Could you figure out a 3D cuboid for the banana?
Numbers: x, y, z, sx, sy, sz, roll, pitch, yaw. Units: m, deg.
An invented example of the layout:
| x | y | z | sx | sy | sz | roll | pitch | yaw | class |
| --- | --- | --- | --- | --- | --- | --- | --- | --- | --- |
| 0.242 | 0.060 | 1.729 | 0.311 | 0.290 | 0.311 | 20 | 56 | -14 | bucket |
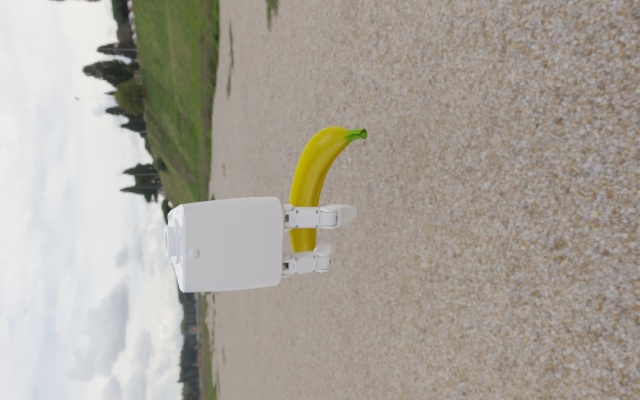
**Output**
| x | y | z | sx | sy | sz | roll | pitch | yaw | class |
| --- | --- | --- | --- | --- | --- | --- | --- | --- | --- |
| -0.008 | -0.011 | 0.575 | 0.037 | 0.198 | 0.069 | -2 | 36 | -36 | banana |
